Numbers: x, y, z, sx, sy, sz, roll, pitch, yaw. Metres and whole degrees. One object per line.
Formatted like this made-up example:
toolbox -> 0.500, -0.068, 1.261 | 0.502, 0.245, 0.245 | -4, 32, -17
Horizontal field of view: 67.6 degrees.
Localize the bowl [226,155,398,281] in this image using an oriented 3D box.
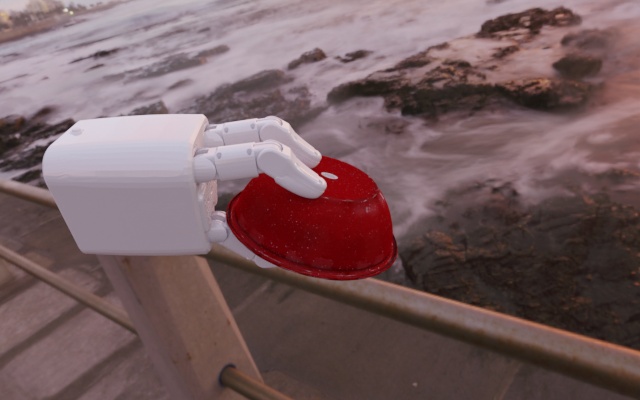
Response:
bowl -> 0.001, 0.001, 0.430 | 0.162, 0.055, 0.162 | 13, 26, -6
